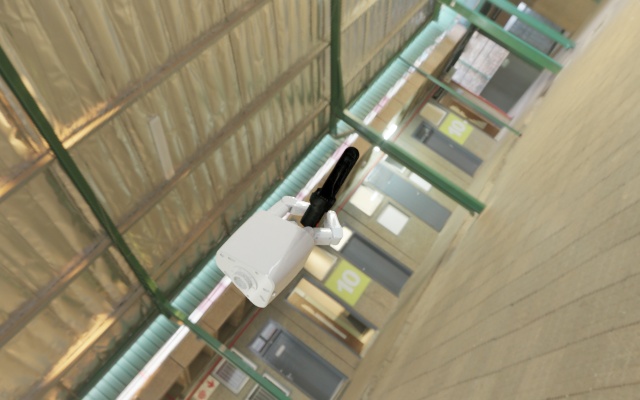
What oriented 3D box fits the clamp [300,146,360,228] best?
[{"bbox_3d":[0.000,0.002,0.735,0.039,0.172,0.120,37,48,9],"label":"clamp"}]
